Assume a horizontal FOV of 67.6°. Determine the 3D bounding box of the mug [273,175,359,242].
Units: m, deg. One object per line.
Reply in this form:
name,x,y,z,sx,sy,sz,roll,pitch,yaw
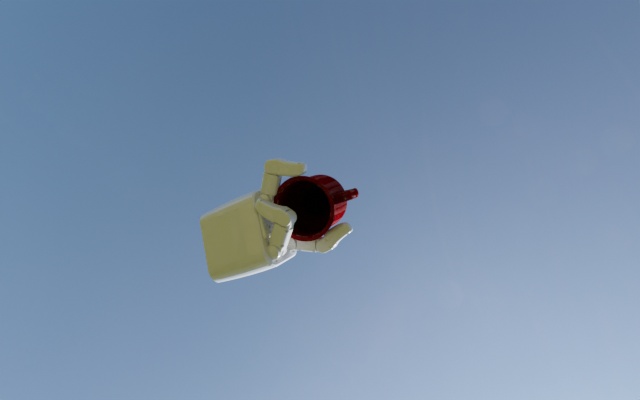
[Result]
mug,0.001,0.002,0.693,0.117,0.093,0.081,-19,2,23
